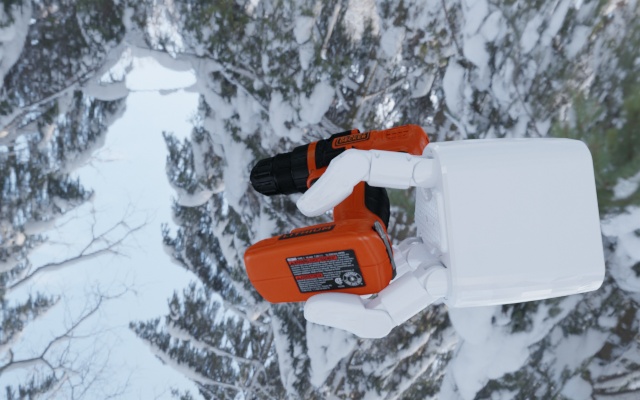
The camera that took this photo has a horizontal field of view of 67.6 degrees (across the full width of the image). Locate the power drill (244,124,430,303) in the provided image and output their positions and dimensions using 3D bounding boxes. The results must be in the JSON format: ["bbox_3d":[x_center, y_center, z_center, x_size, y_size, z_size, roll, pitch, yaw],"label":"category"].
[{"bbox_3d":[0.000,0.002,0.411,0.184,0.057,0.187,-11,32,21],"label":"power drill"}]
